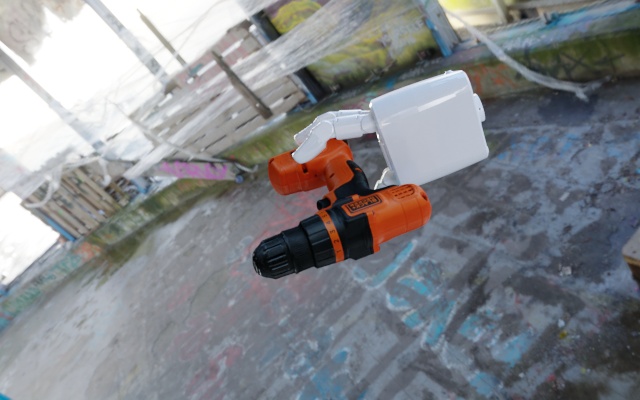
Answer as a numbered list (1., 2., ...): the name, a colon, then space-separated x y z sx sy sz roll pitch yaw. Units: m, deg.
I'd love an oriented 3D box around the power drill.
1. power drill: 0.000 0.001 0.525 0.184 0.057 0.187 -18 33 -11
